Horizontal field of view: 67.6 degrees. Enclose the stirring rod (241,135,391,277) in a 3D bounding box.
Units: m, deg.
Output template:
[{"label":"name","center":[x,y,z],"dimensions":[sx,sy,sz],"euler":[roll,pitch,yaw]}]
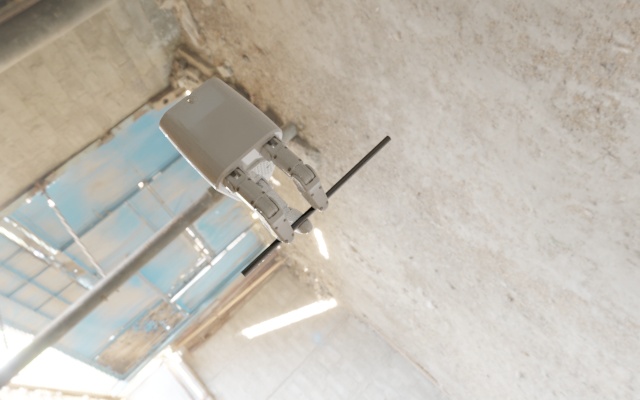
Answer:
[{"label":"stirring rod","center":[0.000,0.002,0.553],"dimensions":[0.239,0.011,0.011],"euler":[-43,15,-17]}]
